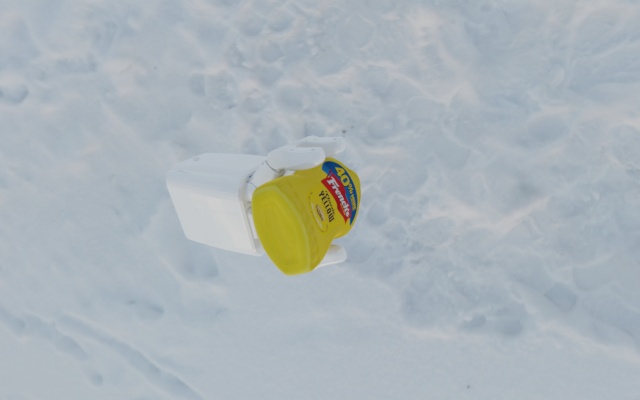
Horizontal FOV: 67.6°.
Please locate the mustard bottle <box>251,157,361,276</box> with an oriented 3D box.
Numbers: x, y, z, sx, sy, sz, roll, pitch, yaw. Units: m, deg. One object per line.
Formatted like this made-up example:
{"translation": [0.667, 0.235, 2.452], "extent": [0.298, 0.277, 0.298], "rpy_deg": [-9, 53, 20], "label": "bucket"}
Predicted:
{"translation": [0.000, 0.002, 0.537], "extent": [0.058, 0.096, 0.191], "rpy_deg": [-17, 10, 30], "label": "mustard bottle"}
